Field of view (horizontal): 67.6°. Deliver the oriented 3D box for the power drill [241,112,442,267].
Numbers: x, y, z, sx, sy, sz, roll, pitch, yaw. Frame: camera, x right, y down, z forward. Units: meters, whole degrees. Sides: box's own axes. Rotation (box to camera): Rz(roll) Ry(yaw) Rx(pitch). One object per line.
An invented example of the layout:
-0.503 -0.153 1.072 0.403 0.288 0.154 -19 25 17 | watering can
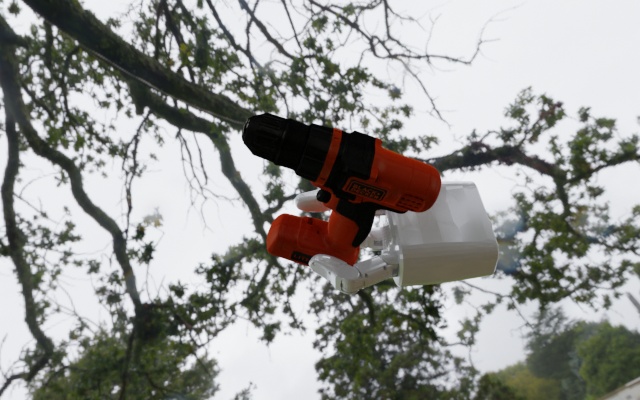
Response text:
0.000 0.002 0.480 0.184 0.057 0.188 19 -35 -7 | power drill
